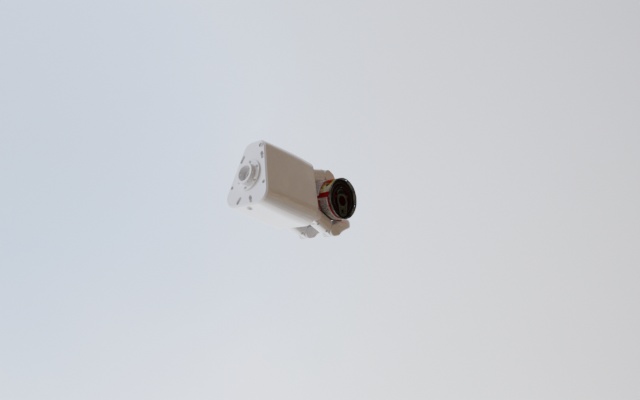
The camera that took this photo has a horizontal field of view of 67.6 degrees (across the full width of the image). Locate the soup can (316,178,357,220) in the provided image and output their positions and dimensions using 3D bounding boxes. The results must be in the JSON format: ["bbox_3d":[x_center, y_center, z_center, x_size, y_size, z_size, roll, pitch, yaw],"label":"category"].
[{"bbox_3d":[0.000,0.003,0.800,0.102,0.068,0.068,-9,-6,41],"label":"soup can"}]
